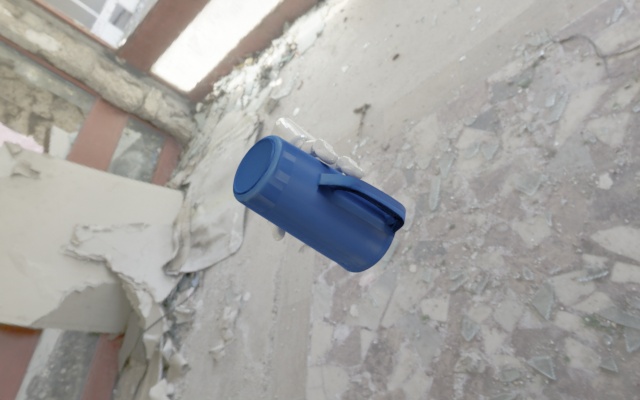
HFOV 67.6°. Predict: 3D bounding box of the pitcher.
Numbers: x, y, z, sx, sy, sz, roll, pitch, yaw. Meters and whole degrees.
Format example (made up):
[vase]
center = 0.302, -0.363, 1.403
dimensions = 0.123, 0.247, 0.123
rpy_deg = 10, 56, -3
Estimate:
[pitcher]
center = 0.000, 0.002, 0.719
dimensions = 0.243, 0.149, 0.145
rpy_deg = 32, 12, -32
